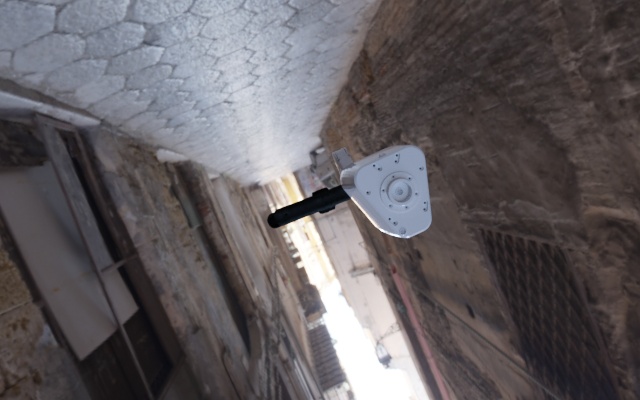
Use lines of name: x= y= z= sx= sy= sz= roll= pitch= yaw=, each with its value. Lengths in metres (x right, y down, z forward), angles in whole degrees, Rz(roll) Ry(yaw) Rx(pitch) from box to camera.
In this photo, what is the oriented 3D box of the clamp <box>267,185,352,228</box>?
clamp: x=0.000 y=0.003 z=0.699 sx=0.171 sy=0.039 sz=0.120 roll=-24 pitch=5 yaw=-3
